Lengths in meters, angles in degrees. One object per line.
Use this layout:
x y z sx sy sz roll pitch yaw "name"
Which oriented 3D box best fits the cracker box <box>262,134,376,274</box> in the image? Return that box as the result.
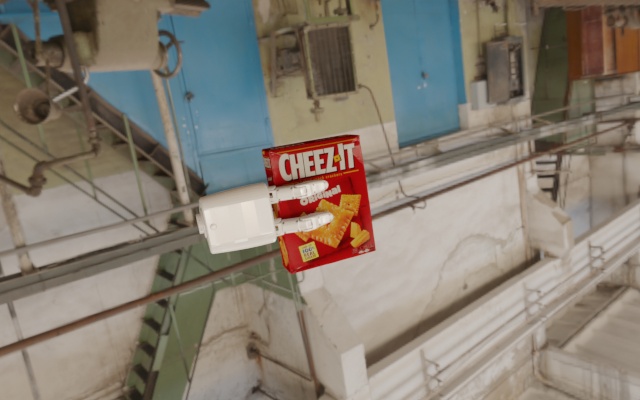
0.000 0.003 0.833 0.164 0.214 0.072 -12 11 -16 "cracker box"
